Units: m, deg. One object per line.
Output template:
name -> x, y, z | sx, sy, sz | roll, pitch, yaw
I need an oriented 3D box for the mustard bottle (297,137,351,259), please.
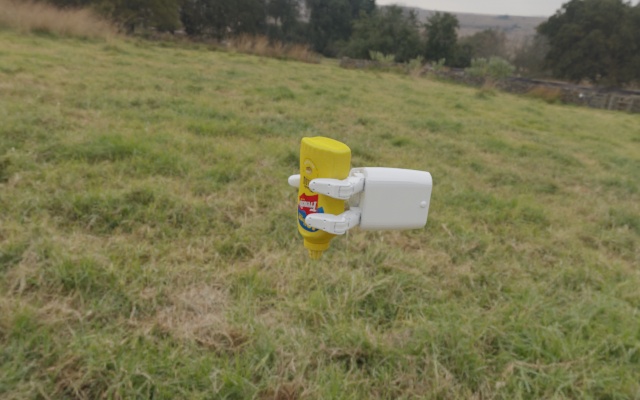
mustard bottle -> 0.000, 0.002, 0.747 | 0.058, 0.192, 0.096 | -9, 24, -33
